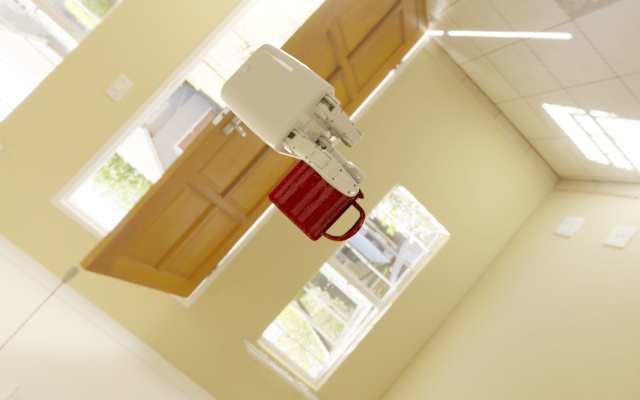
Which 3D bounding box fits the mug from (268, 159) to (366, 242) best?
[{"bbox_3d":[0.001,0.003,0.571,0.117,0.081,0.093,42,-5,18],"label":"mug"}]
